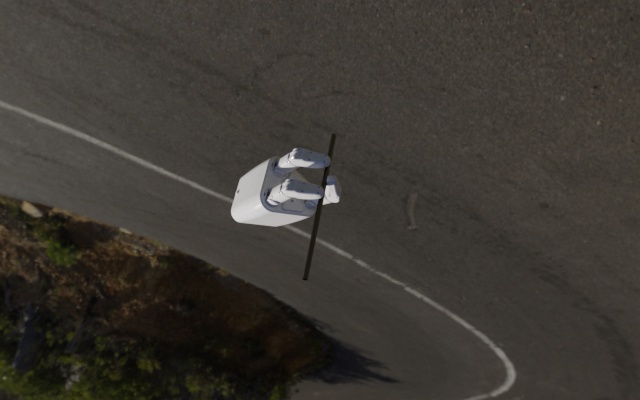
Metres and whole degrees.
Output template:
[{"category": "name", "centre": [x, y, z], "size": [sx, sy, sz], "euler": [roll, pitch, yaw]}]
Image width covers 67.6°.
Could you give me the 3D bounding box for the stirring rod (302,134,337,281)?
[{"category": "stirring rod", "centre": [0.000, 0.002, 0.707], "size": [0.011, 0.239, 0.011], "euler": [9, -26, 5]}]
